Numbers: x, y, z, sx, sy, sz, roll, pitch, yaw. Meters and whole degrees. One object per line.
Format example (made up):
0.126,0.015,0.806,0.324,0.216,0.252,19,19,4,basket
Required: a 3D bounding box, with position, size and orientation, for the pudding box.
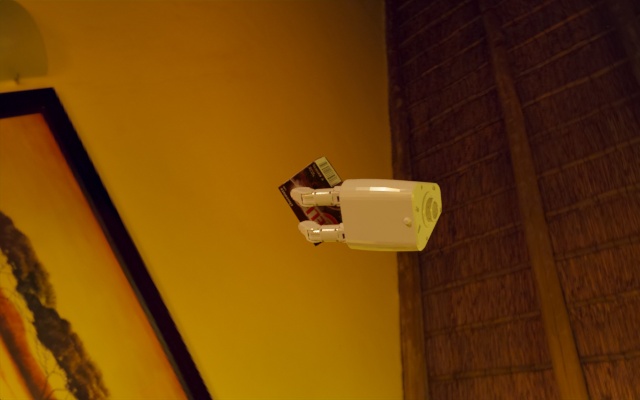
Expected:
0.000,0.002,0.728,0.090,0.113,0.039,-33,-2,38,pudding box
